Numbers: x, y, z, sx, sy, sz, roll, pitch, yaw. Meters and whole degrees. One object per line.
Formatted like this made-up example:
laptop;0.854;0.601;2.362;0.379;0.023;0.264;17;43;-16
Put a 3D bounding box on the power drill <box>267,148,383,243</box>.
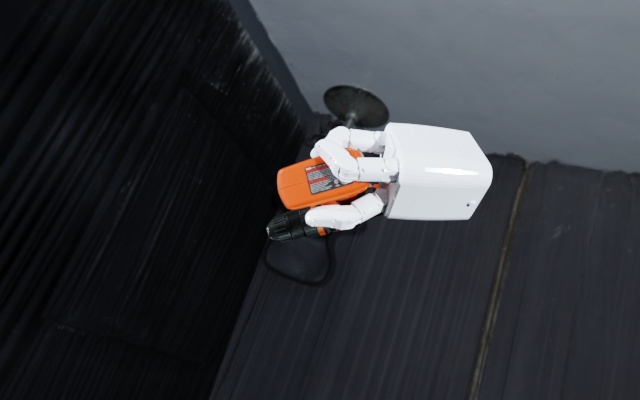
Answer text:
power drill;0.000;0.002;0.632;0.184;0.057;0.188;-18;-16;3
